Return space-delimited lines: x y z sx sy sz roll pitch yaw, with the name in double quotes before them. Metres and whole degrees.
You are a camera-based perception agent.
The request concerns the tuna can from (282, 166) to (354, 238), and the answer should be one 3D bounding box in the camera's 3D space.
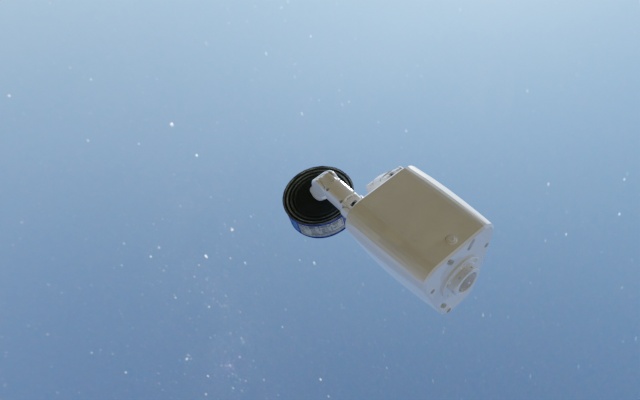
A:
"tuna can" 0.000 0.002 0.569 0.086 0.086 0.034 0 -36 15
